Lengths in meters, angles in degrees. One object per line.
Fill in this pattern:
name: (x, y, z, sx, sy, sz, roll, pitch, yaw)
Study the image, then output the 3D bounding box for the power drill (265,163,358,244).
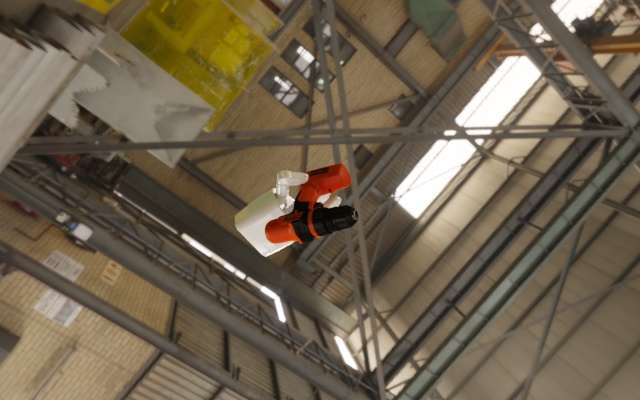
power drill: (0.000, 0.003, 0.900, 0.184, 0.057, 0.187, -12, 29, 26)
